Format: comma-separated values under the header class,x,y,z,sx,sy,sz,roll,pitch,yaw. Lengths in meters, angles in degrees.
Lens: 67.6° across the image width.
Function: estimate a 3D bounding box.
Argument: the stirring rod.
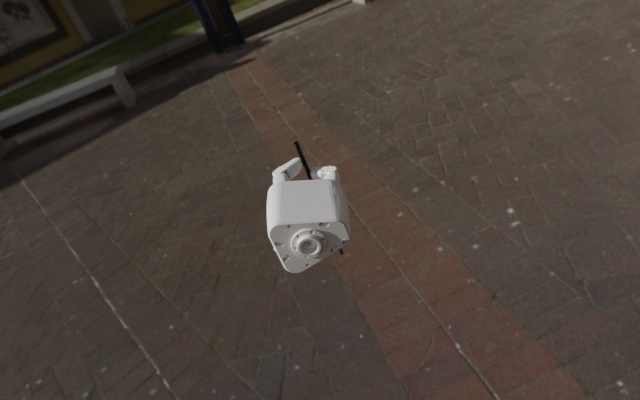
class,x,y,z,sx,sy,sz,roll,pitch,yaw
stirring rod,0.000,0.003,0.823,0.011,0.240,0.011,-16,32,10
